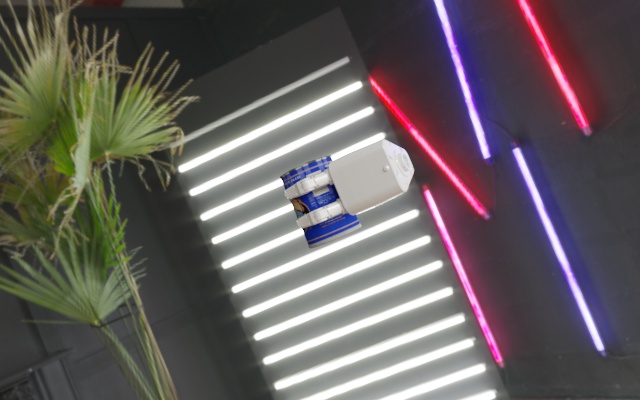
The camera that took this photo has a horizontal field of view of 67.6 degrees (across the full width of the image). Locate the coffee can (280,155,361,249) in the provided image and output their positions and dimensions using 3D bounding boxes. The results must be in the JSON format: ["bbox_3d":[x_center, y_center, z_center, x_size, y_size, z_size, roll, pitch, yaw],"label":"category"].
[{"bbox_3d":[0.000,0.003,0.863,0.103,0.140,0.103,-23,-1,-1],"label":"coffee can"}]
